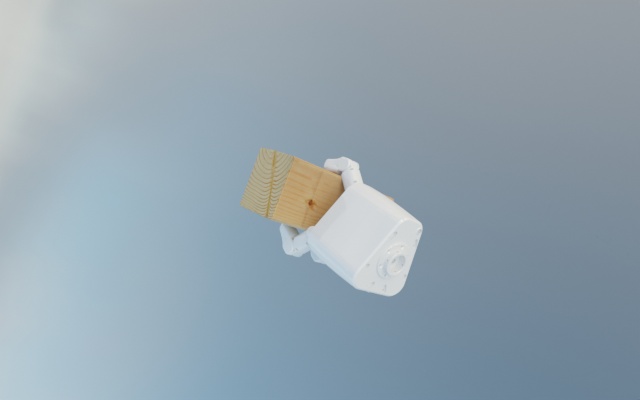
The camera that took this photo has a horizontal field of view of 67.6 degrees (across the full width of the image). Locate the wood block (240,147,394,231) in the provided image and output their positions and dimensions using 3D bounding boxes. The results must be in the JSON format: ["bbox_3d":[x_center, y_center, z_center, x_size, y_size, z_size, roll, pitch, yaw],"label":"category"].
[{"bbox_3d":[0.000,0.002,0.711,0.206,0.091,0.090,21,0,-39],"label":"wood block"}]
